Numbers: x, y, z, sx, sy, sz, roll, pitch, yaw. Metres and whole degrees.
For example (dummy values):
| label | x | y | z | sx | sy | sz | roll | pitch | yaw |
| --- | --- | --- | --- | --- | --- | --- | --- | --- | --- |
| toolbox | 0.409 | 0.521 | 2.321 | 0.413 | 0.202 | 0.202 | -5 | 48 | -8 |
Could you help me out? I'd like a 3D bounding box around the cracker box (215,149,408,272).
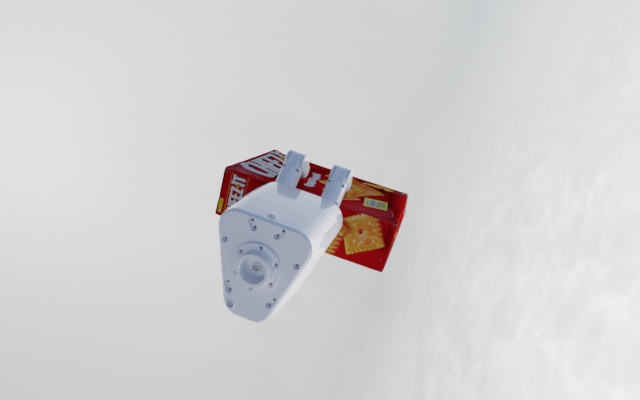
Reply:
| label | x | y | z | sx | sy | sz | roll | pitch | yaw |
| --- | --- | --- | --- | --- | --- | --- | --- | --- | --- |
| cracker box | 0.000 | 0.002 | 0.621 | 0.213 | 0.072 | 0.164 | 19 | 17 | 11 |
